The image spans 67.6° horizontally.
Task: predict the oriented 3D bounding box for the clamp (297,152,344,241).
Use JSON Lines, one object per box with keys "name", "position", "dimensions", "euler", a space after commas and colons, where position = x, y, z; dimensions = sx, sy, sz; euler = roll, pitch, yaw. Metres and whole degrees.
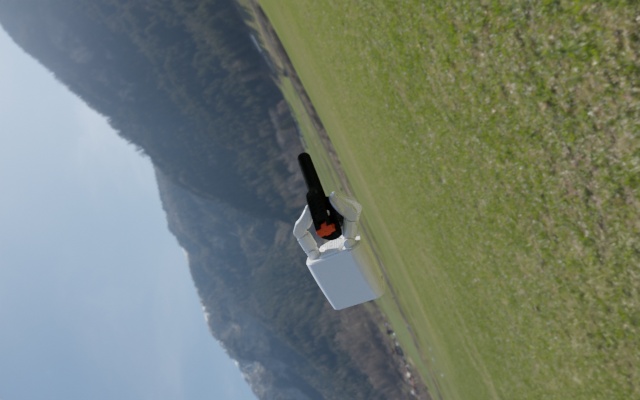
{"name": "clamp", "position": [0.000, 0.003, 0.828], "dimensions": [0.036, 0.164, 0.210], "euler": [-27, 12, 8]}
